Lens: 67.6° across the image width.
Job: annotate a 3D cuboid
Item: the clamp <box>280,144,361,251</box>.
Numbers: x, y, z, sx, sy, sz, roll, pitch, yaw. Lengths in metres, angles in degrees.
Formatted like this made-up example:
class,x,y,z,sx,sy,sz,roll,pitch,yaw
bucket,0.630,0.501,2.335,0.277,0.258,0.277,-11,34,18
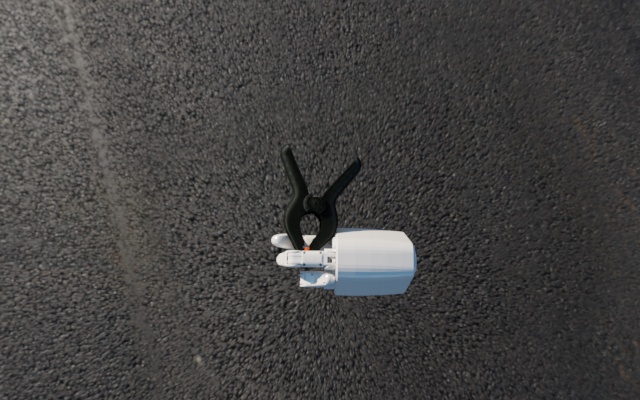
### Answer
class,x,y,z,sx,sy,sz,roll,pitch,yaw
clamp,0.000,0.002,0.693,0.120,0.171,0.039,1,-9,1
